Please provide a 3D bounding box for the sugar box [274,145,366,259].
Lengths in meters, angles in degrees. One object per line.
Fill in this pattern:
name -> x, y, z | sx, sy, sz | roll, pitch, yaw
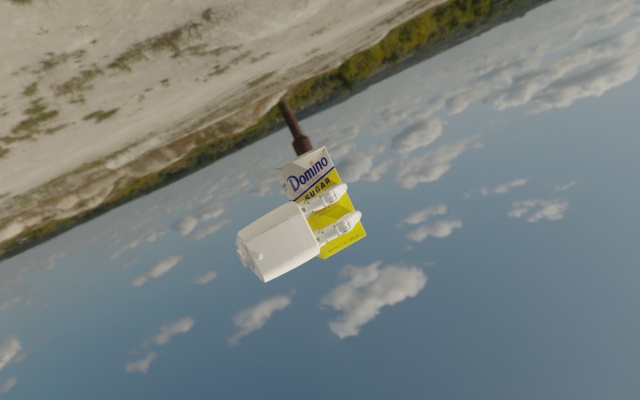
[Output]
sugar box -> 0.000, 0.003, 0.833 | 0.093, 0.176, 0.048 | -29, 10, -16
